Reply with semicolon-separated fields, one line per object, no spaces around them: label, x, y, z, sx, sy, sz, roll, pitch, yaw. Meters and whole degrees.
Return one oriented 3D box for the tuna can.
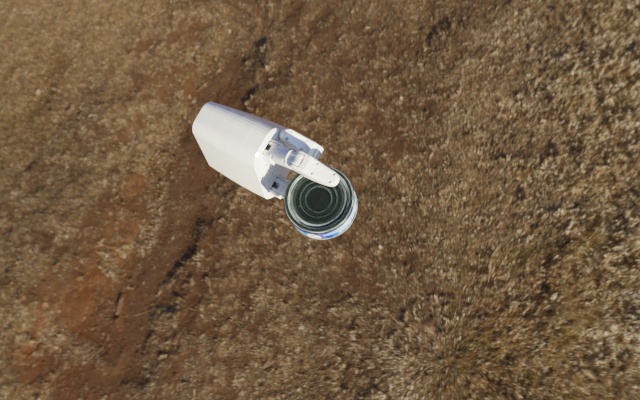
tuna can;0.000;0.002;0.568;0.086;0.086;0.034;0;-16;10
